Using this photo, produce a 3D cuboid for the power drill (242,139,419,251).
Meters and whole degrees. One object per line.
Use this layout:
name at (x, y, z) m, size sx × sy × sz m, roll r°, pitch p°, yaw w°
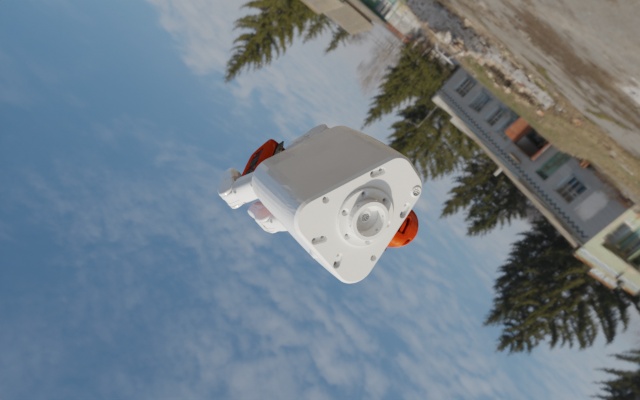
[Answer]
power drill at (0.000, 0.002, 0.559) m, size 0.188 × 0.057 × 0.184 m, roll 25°, pitch -13°, yaw -15°
